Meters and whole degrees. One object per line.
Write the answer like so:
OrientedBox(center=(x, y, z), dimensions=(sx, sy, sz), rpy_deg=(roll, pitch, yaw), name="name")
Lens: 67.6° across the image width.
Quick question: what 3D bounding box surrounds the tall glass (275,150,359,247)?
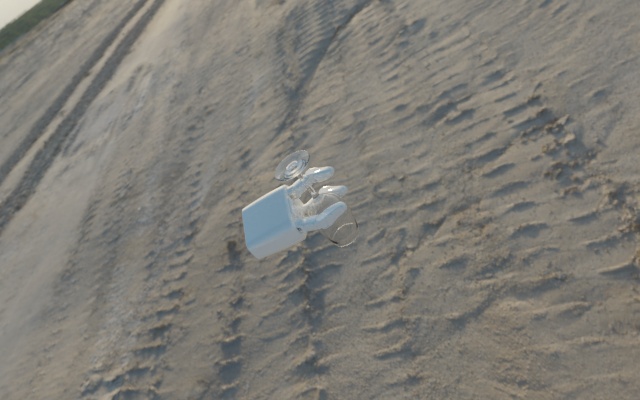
OrientedBox(center=(0.000, 0.002, 0.898), dimensions=(0.079, 0.079, 0.201), rpy_deg=(0, -41, 43), name="tall glass")
